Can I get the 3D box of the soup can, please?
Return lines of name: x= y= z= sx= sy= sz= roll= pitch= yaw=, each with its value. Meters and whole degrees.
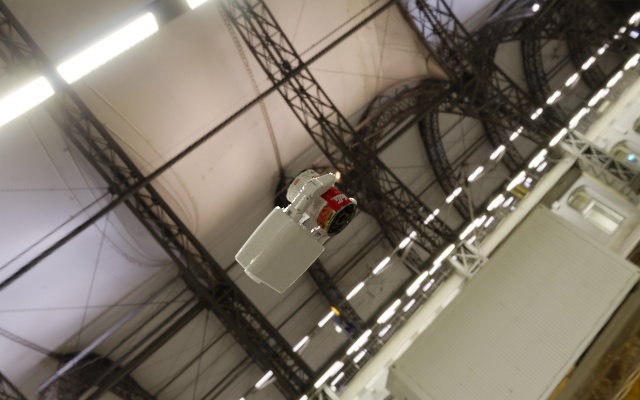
soup can: x=0.000 y=0.002 z=0.790 sx=0.102 sy=0.068 sz=0.068 roll=40 pitch=20 yaw=25
